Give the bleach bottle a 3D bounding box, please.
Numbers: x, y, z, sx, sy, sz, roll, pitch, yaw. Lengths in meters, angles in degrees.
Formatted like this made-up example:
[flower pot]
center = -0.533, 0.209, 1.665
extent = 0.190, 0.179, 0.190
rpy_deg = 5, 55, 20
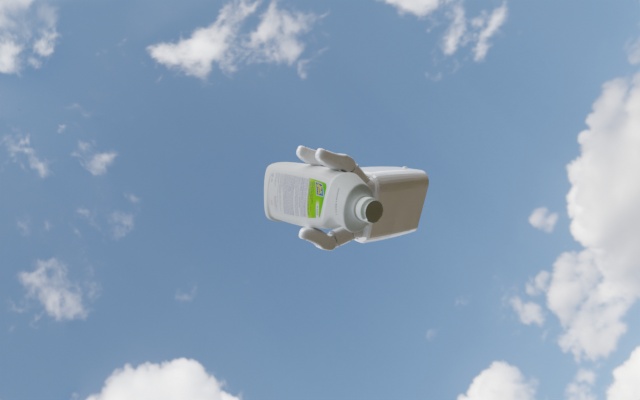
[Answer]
[bleach bottle]
center = 0.000, 0.002, 0.691
extent = 0.068, 0.102, 0.251
rpy_deg = -7, 13, -31
